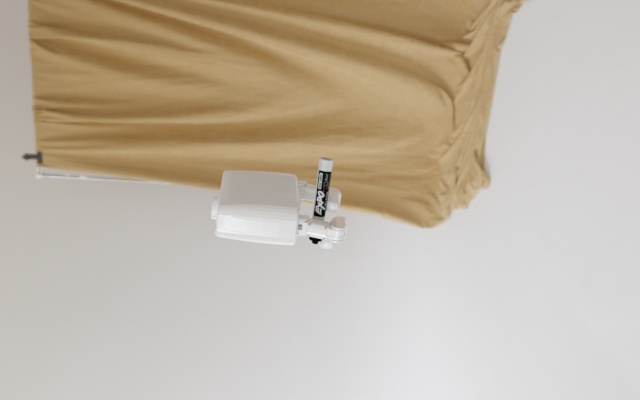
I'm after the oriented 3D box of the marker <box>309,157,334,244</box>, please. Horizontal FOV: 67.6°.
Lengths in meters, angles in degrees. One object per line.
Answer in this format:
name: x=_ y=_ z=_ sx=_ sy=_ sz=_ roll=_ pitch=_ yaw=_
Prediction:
marker: x=0.000 y=0.002 z=0.647 sx=0.020 sy=0.121 sz=0.020 roll=7 pitch=17 yaw=-2
